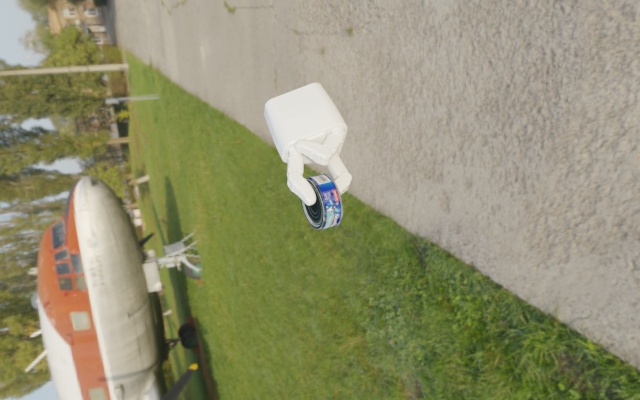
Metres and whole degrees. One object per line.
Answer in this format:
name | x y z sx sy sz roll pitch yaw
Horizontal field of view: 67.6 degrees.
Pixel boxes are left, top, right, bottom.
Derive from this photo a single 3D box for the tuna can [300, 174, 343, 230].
tuna can | 0.000 0.003 0.756 0.034 0.086 0.086 -15 6 -25
